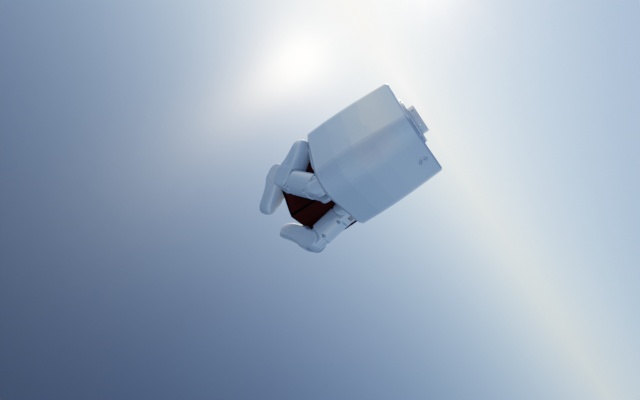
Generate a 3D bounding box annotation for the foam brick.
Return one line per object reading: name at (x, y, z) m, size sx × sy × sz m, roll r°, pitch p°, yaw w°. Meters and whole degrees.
foam brick at (0.000, 0.002, 0.553) m, size 0.051 × 0.053 × 0.078 m, roll -33°, pitch -38°, yaw 15°
